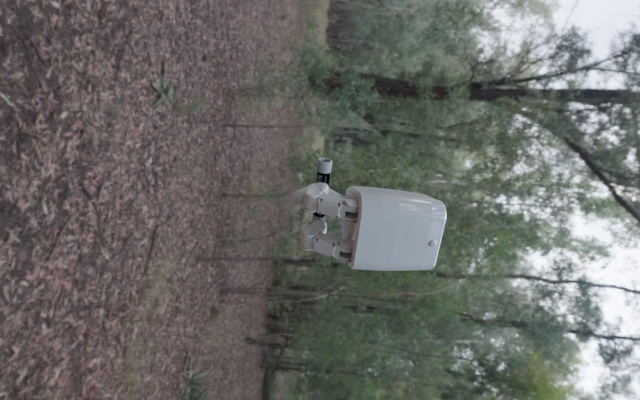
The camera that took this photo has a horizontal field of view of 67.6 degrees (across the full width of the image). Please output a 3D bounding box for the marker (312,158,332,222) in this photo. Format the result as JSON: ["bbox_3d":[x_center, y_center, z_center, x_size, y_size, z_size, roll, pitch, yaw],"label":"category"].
[{"bbox_3d":[0.000,0.002,0.639,0.020,0.121,0.020,5,25,-2],"label":"marker"}]
